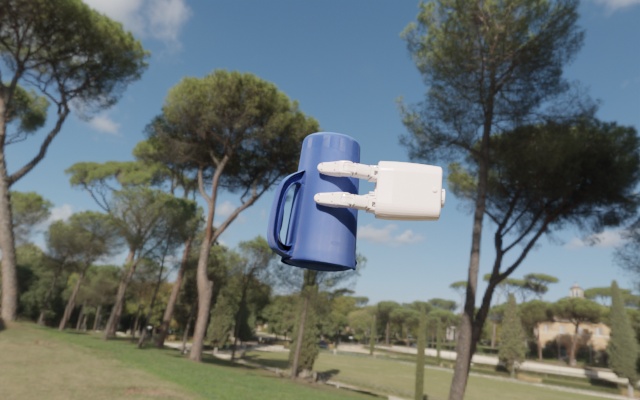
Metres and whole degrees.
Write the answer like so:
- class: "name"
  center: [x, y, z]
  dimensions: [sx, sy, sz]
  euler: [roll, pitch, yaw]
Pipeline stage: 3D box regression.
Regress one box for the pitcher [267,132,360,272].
- class: "pitcher"
  center: [0.000, 0.003, 0.857]
  dimensions: [0.145, 0.242, 0.149]
  euler: [3, -14, 11]
